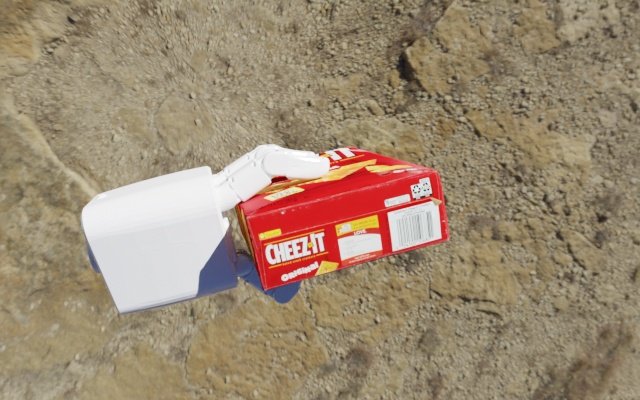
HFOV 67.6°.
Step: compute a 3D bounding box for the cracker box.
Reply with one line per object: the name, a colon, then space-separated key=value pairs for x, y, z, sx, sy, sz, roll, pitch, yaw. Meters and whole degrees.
cracker box: x=0.000 y=0.002 z=0.475 sx=0.164 sy=0.072 sz=0.213 roll=-14 pitch=15 yaw=-12
